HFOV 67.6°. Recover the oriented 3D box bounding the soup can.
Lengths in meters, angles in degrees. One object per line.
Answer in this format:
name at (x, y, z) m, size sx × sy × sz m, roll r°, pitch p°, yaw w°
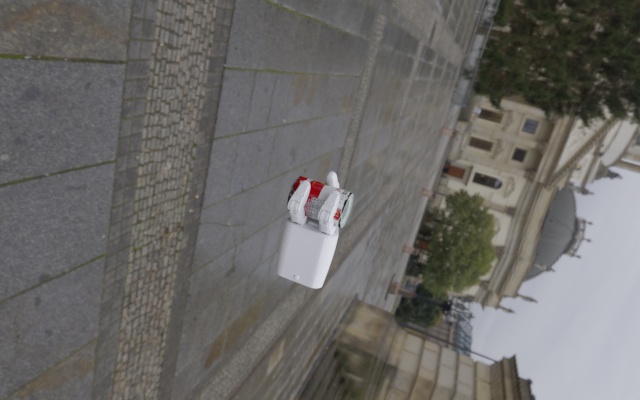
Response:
soup can at (0.001, 0.002, 0.852) m, size 0.102 × 0.068 × 0.068 m, roll 19°, pitch 4°, yaw 13°
